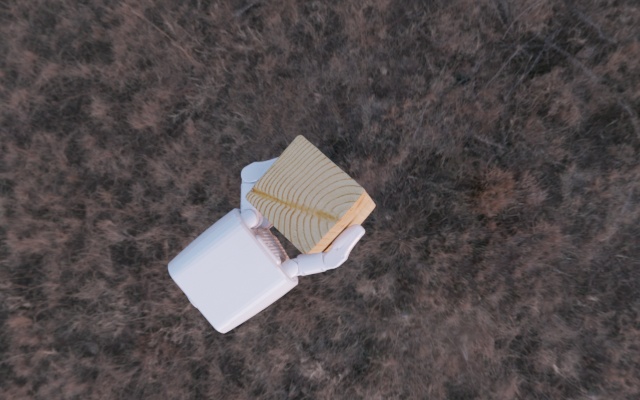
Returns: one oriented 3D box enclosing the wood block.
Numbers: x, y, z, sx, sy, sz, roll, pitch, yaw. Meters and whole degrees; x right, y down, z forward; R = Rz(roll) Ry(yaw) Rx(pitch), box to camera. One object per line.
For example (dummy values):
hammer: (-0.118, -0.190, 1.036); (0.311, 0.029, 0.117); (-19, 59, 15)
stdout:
wood block: (0.000, 0.002, 0.577); (0.091, 0.090, 0.206); (42, 3, 10)
